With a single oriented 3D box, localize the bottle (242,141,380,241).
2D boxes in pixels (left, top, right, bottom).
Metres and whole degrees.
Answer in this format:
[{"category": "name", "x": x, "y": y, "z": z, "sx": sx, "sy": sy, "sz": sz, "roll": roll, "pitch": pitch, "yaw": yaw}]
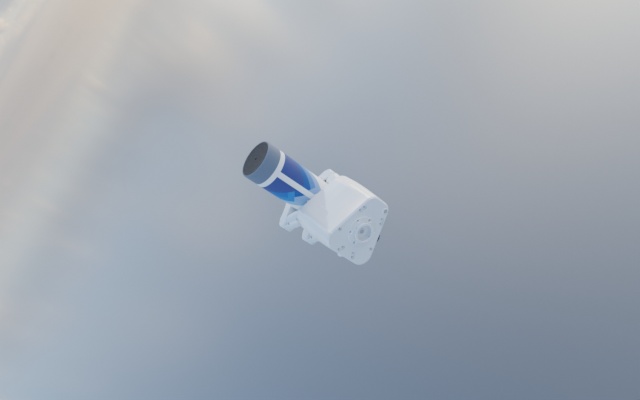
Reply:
[{"category": "bottle", "x": 0.000, "y": 0.003, "z": 0.835, "sx": 0.296, "sy": 0.069, "sz": 0.069, "roll": 34, "pitch": -20, "yaw": -32}]
